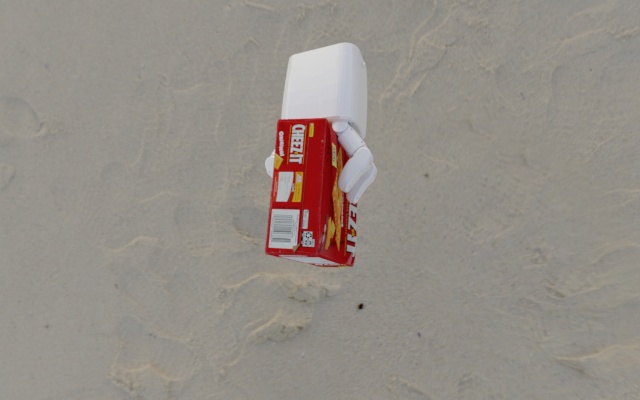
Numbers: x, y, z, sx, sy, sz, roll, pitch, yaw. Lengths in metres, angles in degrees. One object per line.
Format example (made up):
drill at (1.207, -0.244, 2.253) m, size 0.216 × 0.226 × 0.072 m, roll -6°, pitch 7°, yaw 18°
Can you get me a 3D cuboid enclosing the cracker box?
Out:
cracker box at (0.000, 0.002, 0.645) m, size 0.072 × 0.164 × 0.214 m, roll 1°, pitch -11°, yaw 16°
